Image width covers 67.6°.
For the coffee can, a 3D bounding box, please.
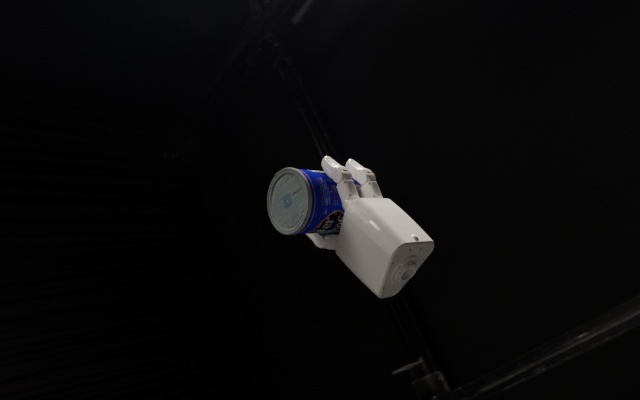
[{"bbox_3d":[0.000,0.002,0.770,0.140,0.103,0.103,1,-1,-42],"label":"coffee can"}]
